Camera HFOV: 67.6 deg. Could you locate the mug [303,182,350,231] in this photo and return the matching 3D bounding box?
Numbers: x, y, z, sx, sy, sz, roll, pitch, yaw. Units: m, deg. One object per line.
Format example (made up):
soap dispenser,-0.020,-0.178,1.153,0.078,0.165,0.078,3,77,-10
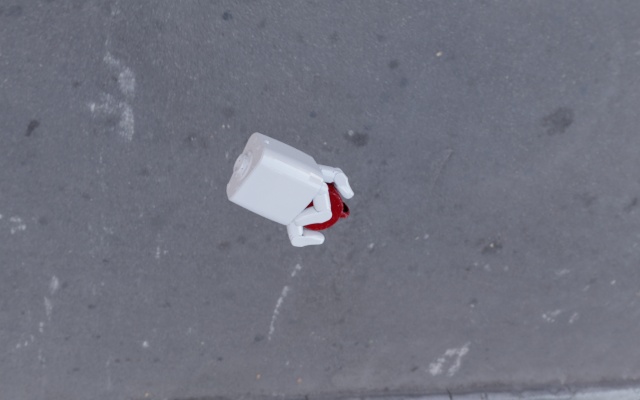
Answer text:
mug,0.001,0.003,0.830,0.117,0.093,0.081,23,21,-27
